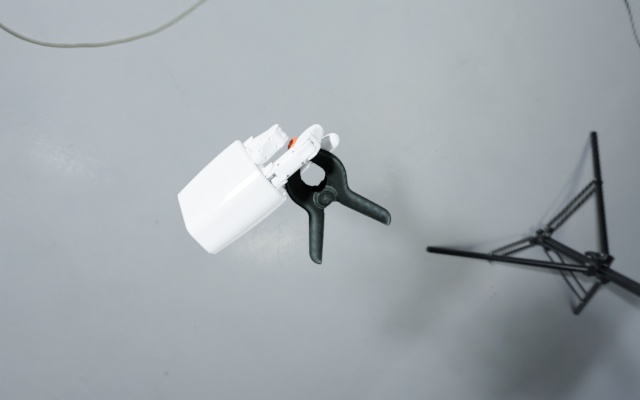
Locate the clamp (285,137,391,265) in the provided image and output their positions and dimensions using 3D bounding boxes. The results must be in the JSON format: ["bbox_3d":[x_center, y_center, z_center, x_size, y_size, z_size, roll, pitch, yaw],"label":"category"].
[{"bbox_3d":[0.000,0.002,0.613,0.120,0.171,0.039,-41,19,1],"label":"clamp"}]
